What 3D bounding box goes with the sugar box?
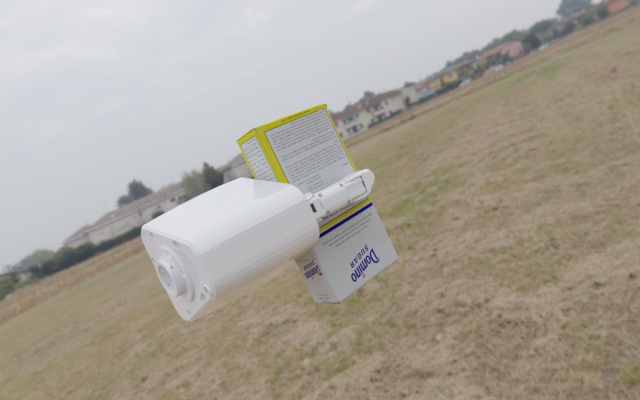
[{"bbox_3d":[0.000,0.002,0.466,0.093,0.176,0.048,-28,8,-36],"label":"sugar box"}]
